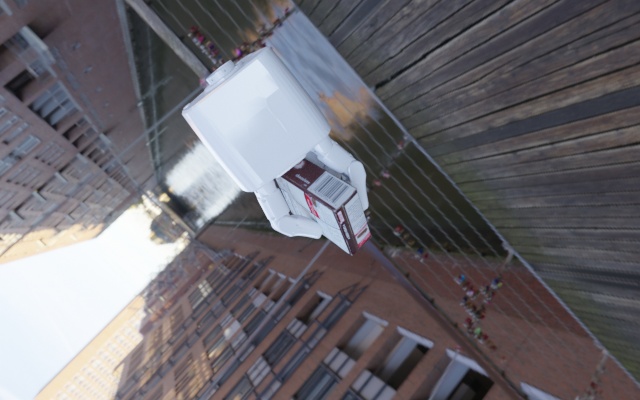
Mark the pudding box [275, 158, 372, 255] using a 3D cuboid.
[{"bbox_3d":[0.000,0.002,0.549,0.113,0.039,0.090,35,-20,37],"label":"pudding box"}]
